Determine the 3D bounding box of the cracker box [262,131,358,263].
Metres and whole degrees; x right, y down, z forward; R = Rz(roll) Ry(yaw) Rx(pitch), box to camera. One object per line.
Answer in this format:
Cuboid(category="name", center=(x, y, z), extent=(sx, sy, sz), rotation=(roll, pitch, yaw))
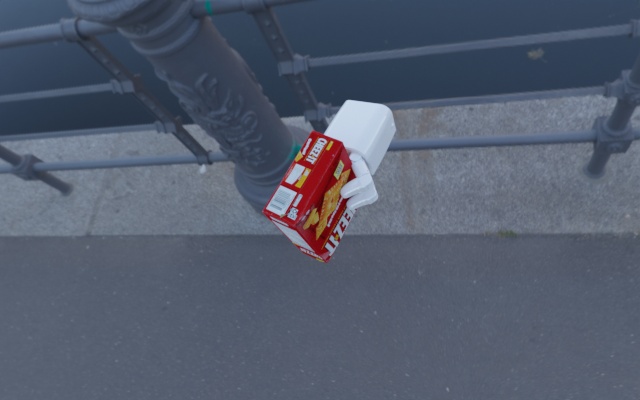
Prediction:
Cuboid(category="cracker box", center=(0.000, 0.003, 0.853), extent=(0.072, 0.164, 0.214), rotation=(24, -14, 25))
